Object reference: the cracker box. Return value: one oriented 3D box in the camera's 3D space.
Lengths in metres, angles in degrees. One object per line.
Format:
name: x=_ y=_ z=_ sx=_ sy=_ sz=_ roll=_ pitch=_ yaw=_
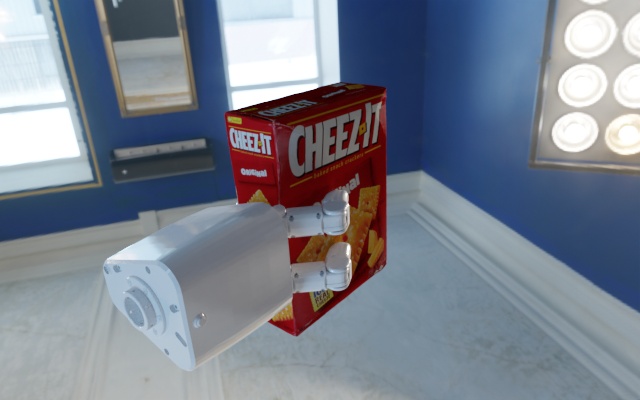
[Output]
cracker box: x=0.000 y=0.002 z=0.486 sx=0.072 sy=0.214 sz=0.164 roll=16 pitch=30 yaw=38
